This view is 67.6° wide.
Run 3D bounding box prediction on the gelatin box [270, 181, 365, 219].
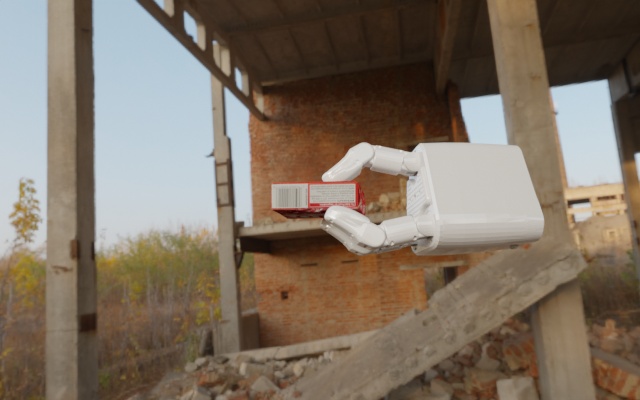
[{"bbox_3d":[0.000,0.001,0.493,0.089,0.030,0.073,-1,-9,9],"label":"gelatin box"}]
